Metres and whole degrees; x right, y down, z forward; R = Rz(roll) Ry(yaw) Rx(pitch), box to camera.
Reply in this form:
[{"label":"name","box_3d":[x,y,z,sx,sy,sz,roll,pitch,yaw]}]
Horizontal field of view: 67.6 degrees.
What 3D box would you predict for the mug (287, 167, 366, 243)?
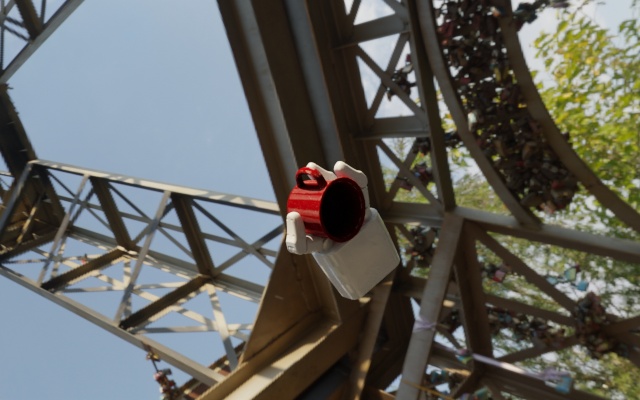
[{"label":"mug","box_3d":[-0.001,0.001,0.694,0.081,0.117,0.093,4,43,48]}]
